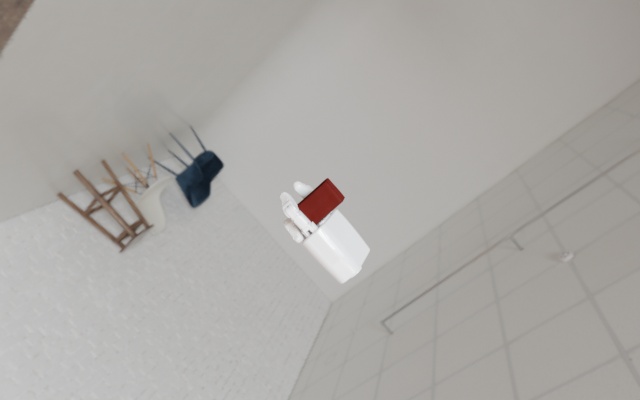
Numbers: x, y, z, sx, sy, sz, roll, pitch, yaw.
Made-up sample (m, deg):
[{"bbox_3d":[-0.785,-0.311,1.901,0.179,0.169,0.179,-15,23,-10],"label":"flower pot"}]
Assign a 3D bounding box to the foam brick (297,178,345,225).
[{"bbox_3d":[0.000,0.003,0.885,0.078,0.051,0.053,-41,1,11],"label":"foam brick"}]
